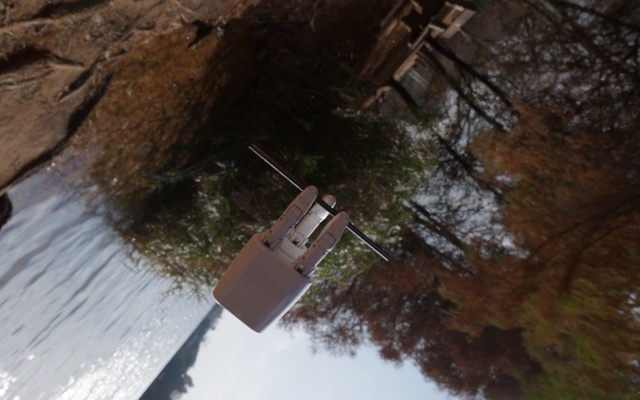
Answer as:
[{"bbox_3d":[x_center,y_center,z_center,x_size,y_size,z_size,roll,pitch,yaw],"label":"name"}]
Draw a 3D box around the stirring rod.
[{"bbox_3d":[0.000,0.002,0.642,0.239,0.011,0.011,39,-2,-2],"label":"stirring rod"}]
